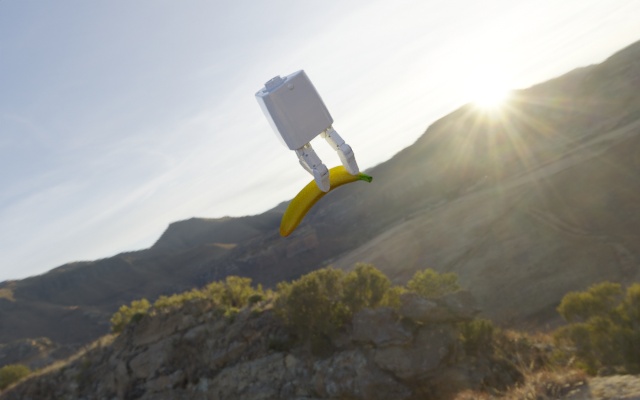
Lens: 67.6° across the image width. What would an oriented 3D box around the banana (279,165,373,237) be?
[{"bbox_3d":[-0.004,-0.010,0.882,0.198,0.069,0.037,-35,-45,4],"label":"banana"}]
